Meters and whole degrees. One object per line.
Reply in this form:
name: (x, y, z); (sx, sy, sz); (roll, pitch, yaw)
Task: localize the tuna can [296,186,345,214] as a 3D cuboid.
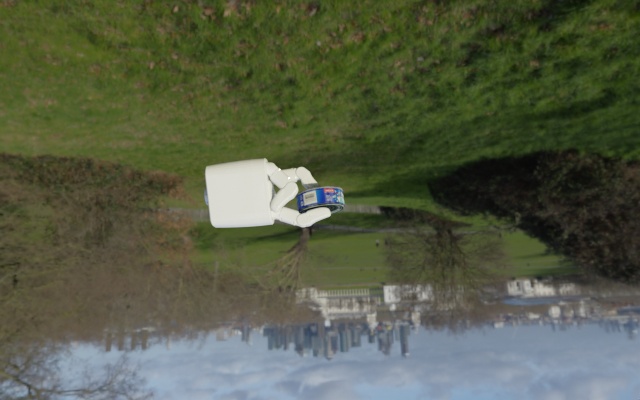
tuna can: (0.000, 0.003, 0.862); (0.086, 0.033, 0.086); (-7, -15, -2)
